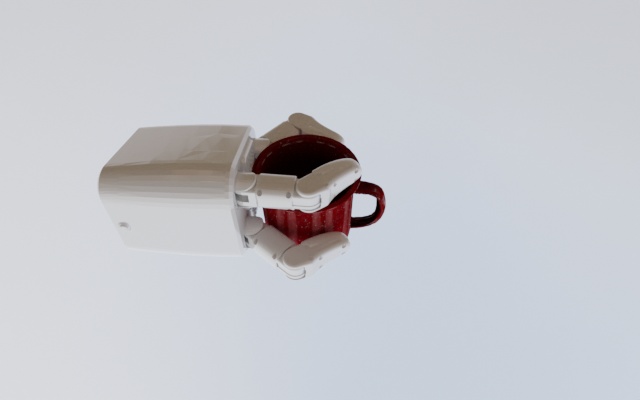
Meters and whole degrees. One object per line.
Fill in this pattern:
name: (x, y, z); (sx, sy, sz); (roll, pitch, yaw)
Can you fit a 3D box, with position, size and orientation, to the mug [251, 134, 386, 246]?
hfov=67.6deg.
mug: (0.002, 0.002, 0.433); (0.117, 0.093, 0.082); (3, -41, 2)
